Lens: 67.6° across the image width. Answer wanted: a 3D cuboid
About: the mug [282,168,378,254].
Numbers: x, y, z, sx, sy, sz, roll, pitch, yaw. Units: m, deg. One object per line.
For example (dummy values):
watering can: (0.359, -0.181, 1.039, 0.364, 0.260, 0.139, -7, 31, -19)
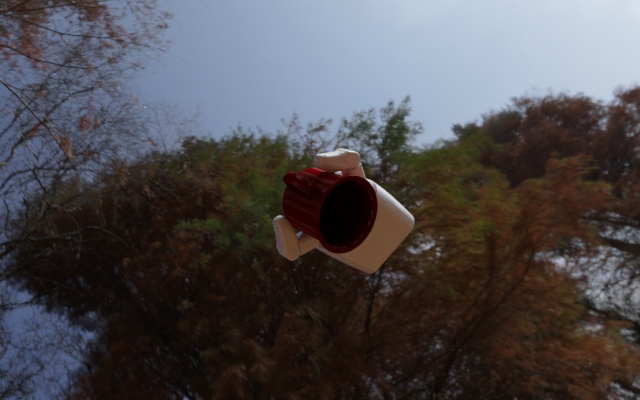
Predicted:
mug: (-0.001, 0.001, 0.566, 0.117, 0.093, 0.081, 35, -8, -40)
